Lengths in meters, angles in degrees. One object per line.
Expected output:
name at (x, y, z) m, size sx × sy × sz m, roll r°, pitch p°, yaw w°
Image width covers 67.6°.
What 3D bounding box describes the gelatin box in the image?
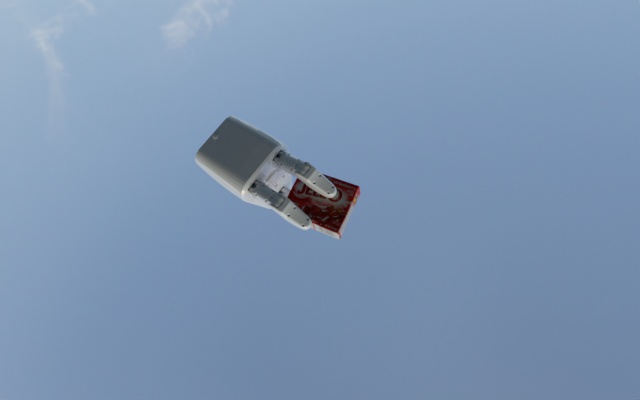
gelatin box at (0.000, 0.002, 0.653) m, size 0.089 × 0.073 × 0.030 m, roll 20°, pitch -18°, yaw 17°
